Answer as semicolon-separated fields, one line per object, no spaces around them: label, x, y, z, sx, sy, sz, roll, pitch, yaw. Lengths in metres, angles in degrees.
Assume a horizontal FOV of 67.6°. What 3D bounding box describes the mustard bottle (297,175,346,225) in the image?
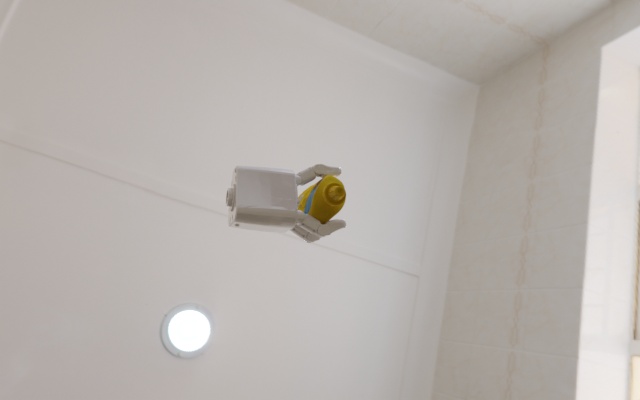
mustard bottle;0.000;0.003;0.887;0.058;0.096;0.192;30;-20;-11
